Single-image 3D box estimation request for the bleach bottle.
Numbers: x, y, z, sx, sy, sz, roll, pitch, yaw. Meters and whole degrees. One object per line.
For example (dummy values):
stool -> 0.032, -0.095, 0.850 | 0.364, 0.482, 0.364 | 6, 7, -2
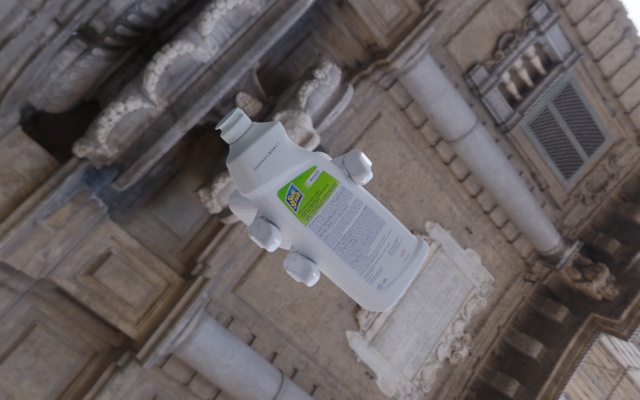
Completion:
bleach bottle -> 0.000, 0.002, 0.486 | 0.251, 0.102, 0.068 | 46, -22, -21
